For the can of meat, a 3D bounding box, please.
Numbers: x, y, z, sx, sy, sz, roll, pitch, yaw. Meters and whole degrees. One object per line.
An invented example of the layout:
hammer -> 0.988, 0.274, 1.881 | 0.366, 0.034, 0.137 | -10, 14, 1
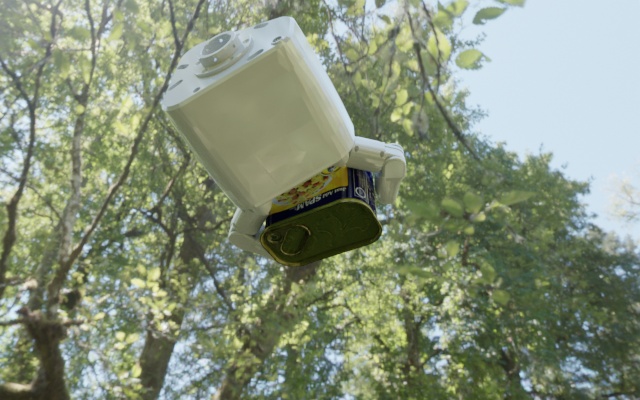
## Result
can of meat -> 0.000, 0.001, 0.430 | 0.102, 0.083, 0.057 | -20, -49, 19
